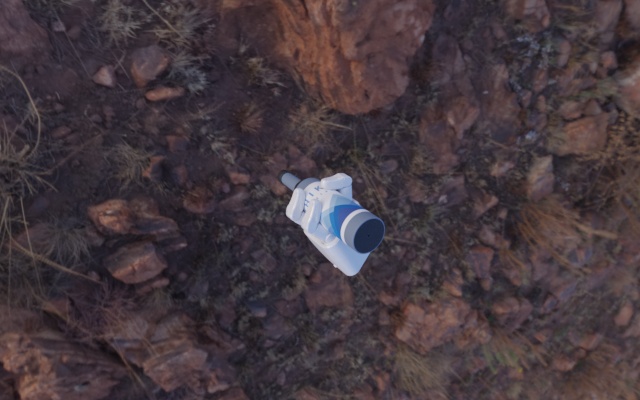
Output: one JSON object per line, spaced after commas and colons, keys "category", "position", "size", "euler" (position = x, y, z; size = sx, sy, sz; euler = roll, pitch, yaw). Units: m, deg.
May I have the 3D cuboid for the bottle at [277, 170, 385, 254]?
{"category": "bottle", "position": [0.000, 0.003, 0.884], "size": [0.069, 0.069, 0.295], "euler": [0, 22, -35]}
